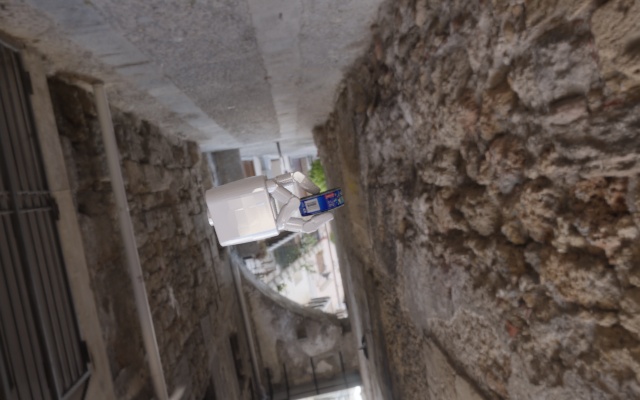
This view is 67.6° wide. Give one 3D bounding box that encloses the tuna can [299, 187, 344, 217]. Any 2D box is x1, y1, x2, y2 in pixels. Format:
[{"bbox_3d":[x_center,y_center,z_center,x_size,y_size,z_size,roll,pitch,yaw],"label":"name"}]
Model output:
[{"bbox_3d":[0.000,0.003,0.884,0.086,0.034,0.086,-16,3,1],"label":"tuna can"}]
